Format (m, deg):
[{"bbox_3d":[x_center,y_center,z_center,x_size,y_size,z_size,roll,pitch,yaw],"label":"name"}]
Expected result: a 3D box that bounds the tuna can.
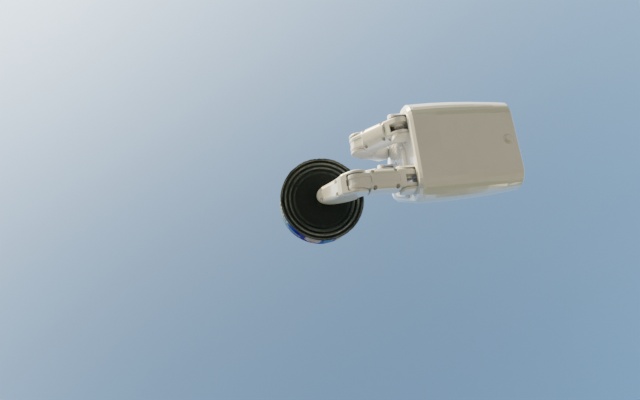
[{"bbox_3d":[0.000,0.002,0.499,0.086,0.086,0.034,0,-13,-8],"label":"tuna can"}]
